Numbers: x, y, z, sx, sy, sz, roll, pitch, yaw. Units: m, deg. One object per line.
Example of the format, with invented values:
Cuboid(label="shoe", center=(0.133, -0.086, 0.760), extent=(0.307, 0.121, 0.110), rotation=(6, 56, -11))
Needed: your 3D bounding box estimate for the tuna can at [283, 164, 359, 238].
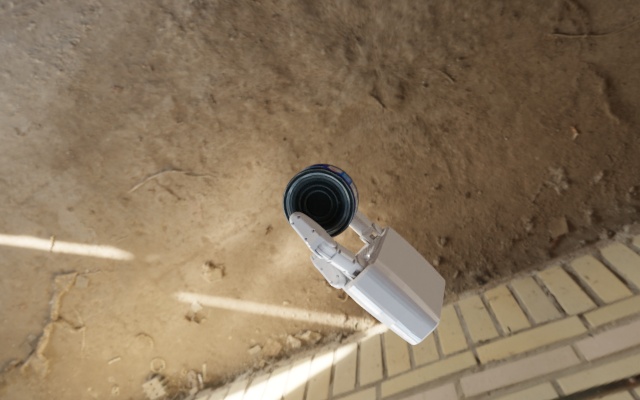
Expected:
Cuboid(label="tuna can", center=(0.000, 0.002, 0.552), extent=(0.086, 0.086, 0.033), rotation=(0, 12, 11))
